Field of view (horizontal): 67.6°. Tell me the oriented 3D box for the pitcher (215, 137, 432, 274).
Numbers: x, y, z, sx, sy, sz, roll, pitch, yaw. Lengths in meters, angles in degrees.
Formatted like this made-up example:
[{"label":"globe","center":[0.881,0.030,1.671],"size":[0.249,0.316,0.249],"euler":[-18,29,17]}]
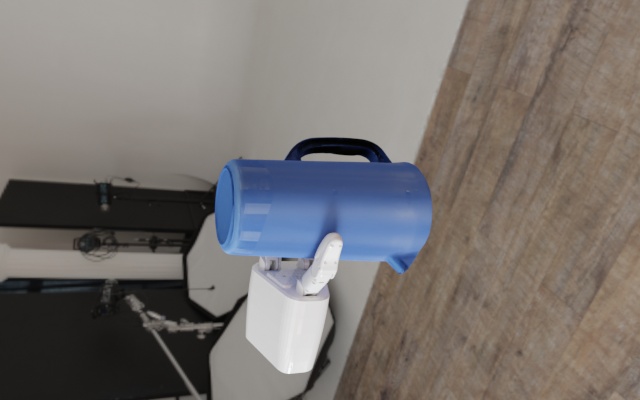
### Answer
[{"label":"pitcher","center":[0.000,0.002,0.587],"size":[0.243,0.145,0.149],"euler":[3,18,-24]}]
